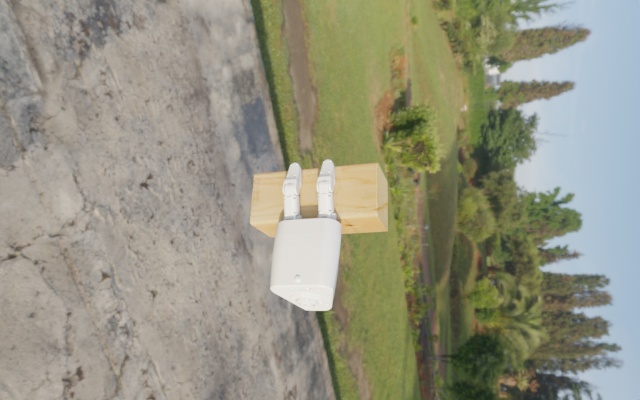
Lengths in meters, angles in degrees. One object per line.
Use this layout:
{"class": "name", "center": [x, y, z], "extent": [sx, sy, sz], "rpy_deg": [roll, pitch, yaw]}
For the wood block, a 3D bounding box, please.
{"class": "wood block", "center": [0.000, 0.003, 0.779], "extent": [0.206, 0.090, 0.091], "rpy_deg": [-4, -20, 17]}
